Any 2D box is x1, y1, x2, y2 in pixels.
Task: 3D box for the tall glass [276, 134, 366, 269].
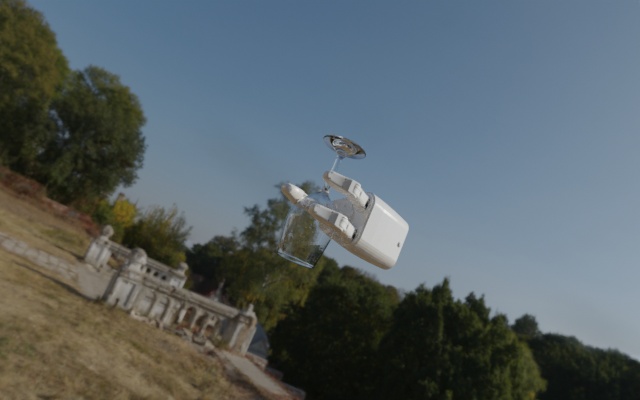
[{"bbox_3d":[0.000,0.002,0.743,0.079,0.201,0.079,23,-14,6],"label":"tall glass"}]
